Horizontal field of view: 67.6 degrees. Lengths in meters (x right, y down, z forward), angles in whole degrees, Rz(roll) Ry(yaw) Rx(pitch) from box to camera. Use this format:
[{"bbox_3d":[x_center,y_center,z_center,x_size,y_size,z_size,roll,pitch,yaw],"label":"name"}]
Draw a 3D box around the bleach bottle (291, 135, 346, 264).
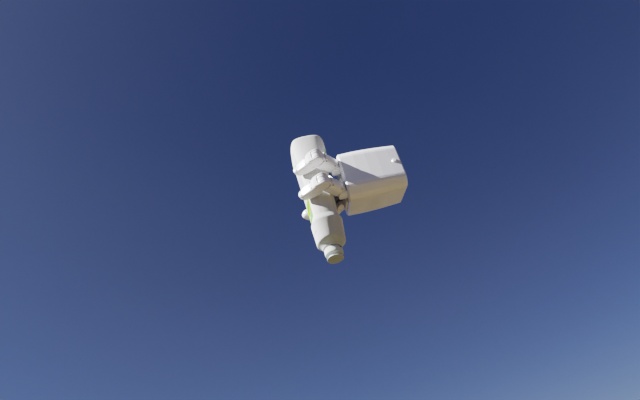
[{"bbox_3d":[0.000,0.003,0.857,0.068,0.250,0.103,-12,-36,-3],"label":"bleach bottle"}]
